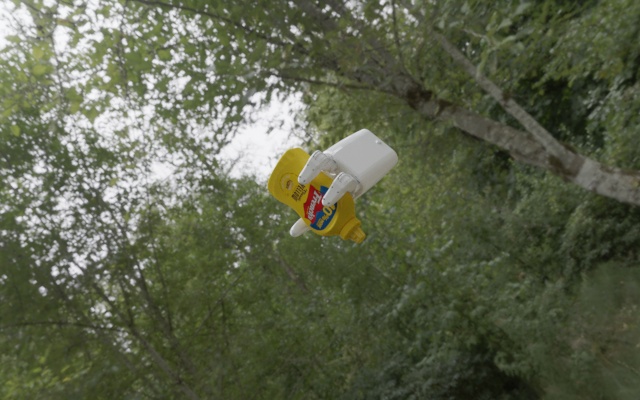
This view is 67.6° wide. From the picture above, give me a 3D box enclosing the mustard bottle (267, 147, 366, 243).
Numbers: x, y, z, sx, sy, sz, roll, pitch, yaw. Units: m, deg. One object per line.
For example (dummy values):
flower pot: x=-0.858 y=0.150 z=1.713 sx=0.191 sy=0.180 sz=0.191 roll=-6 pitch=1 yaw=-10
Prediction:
mustard bottle: x=0.000 y=0.003 z=0.805 sx=0.191 sy=0.096 sz=0.058 roll=42 pitch=29 yaw=17
